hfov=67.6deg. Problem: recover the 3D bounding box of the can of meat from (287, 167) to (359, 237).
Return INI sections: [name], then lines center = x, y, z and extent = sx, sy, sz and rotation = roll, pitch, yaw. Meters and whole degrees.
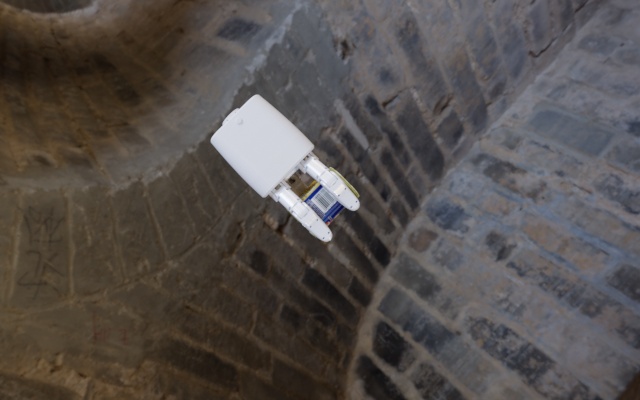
[can of meat]
center = 0.000, 0.003, 0.687
extent = 0.057, 0.084, 0.102
rotation = 45, -5, -7
